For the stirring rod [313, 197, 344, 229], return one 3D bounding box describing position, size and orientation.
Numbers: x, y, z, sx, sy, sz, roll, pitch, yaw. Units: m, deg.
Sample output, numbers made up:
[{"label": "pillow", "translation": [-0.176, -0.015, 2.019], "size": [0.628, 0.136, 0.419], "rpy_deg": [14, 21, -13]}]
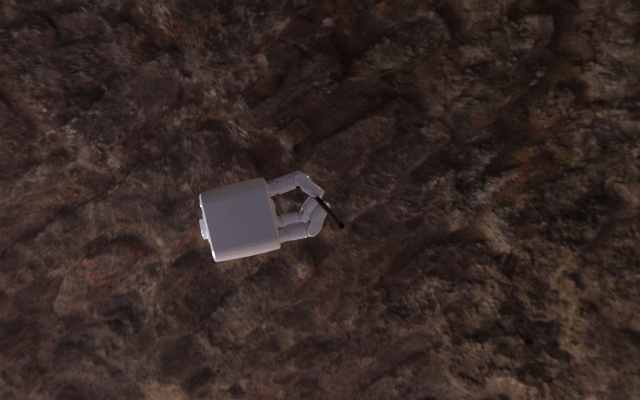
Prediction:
[{"label": "stirring rod", "translation": [0.000, 0.003, 0.764], "size": [0.011, 0.011, 0.239], "rpy_deg": [0, 16, -14]}]
